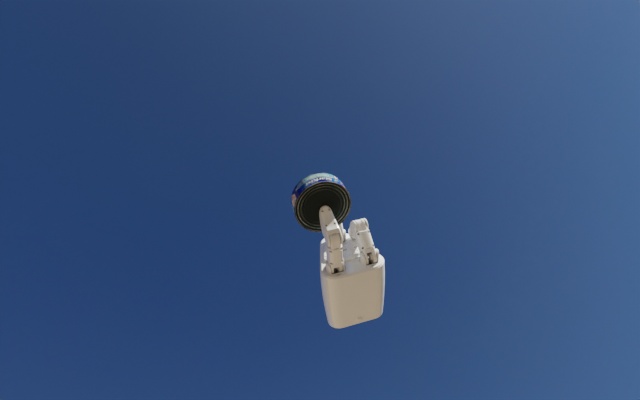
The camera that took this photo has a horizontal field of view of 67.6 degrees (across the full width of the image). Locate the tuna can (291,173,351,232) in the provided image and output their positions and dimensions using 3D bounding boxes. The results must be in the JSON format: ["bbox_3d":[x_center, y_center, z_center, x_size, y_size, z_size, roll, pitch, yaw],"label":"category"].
[{"bbox_3d":[0.000,0.002,0.707,0.086,0.086,0.033,0,30,-17],"label":"tuna can"}]
